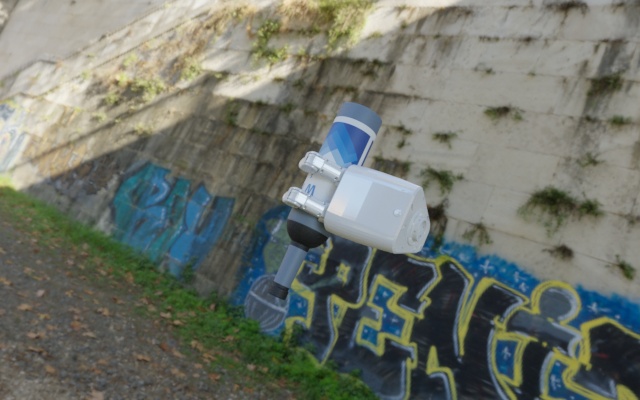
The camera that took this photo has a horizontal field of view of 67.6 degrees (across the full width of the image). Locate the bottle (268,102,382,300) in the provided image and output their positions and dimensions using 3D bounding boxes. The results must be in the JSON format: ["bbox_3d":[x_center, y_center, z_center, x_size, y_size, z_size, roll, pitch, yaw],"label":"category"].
[{"bbox_3d":[0.000,0.002,0.689,0.069,0.295,0.069,25,-9,4],"label":"bottle"}]
